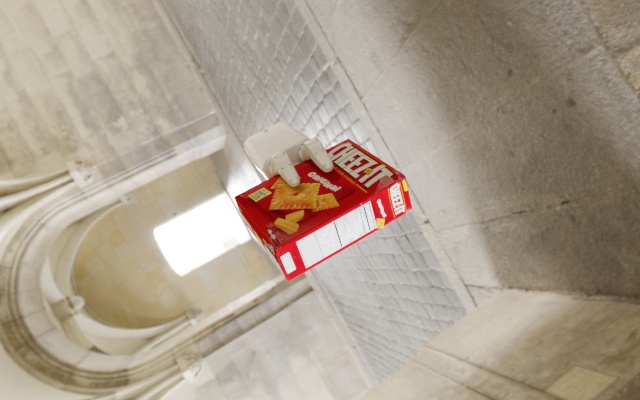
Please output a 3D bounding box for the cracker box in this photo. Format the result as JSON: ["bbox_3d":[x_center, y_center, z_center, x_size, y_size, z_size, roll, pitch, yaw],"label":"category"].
[{"bbox_3d":[0.000,0.003,0.713,0.213,0.072,0.164,-29,37,-14],"label":"cracker box"}]
